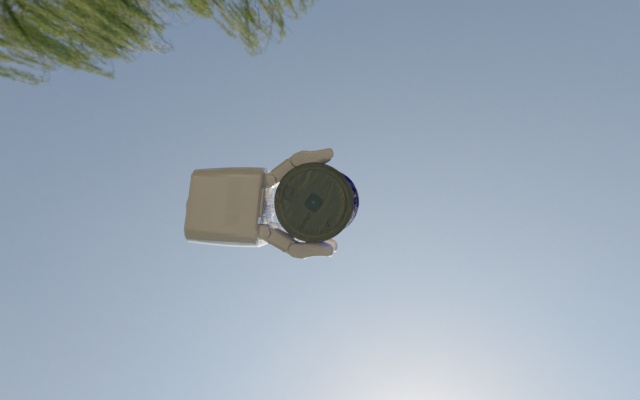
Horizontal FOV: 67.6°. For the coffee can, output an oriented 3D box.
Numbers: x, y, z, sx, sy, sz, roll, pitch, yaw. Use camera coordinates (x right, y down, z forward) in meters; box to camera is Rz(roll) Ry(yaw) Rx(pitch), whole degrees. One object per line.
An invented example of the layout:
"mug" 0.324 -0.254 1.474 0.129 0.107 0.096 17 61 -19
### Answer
"coffee can" 0.000 0.002 0.674 0.103 0.103 0.140 0 0 8
